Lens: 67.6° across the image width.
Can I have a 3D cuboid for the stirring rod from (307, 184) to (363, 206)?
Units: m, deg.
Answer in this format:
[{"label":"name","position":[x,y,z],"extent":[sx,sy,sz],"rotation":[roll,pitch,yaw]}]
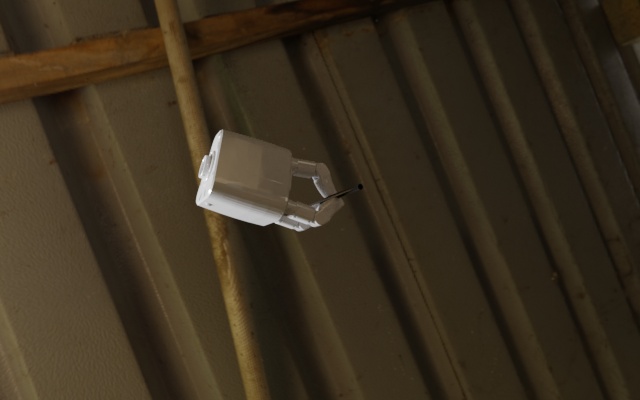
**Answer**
[{"label":"stirring rod","position":[0.000,0.002,0.742],"extent":[0.011,0.011,0.239],"rotation":[0,-10,-27]}]
